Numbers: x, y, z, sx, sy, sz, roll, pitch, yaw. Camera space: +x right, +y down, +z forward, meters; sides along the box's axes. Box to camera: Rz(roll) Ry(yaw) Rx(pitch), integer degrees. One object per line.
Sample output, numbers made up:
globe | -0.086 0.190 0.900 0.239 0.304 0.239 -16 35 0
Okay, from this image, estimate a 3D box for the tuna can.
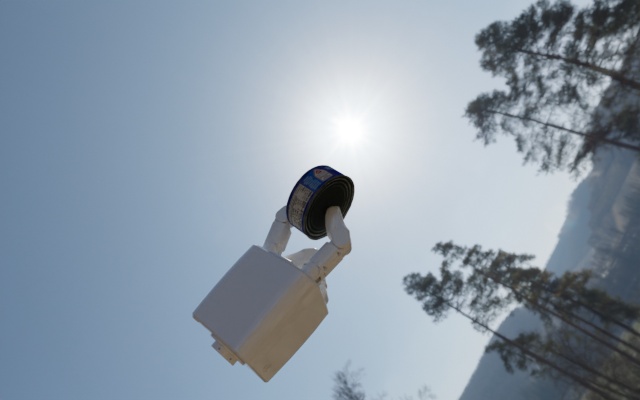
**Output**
tuna can | 0.000 0.002 0.565 0.033 0.086 0.086 33 18 31
